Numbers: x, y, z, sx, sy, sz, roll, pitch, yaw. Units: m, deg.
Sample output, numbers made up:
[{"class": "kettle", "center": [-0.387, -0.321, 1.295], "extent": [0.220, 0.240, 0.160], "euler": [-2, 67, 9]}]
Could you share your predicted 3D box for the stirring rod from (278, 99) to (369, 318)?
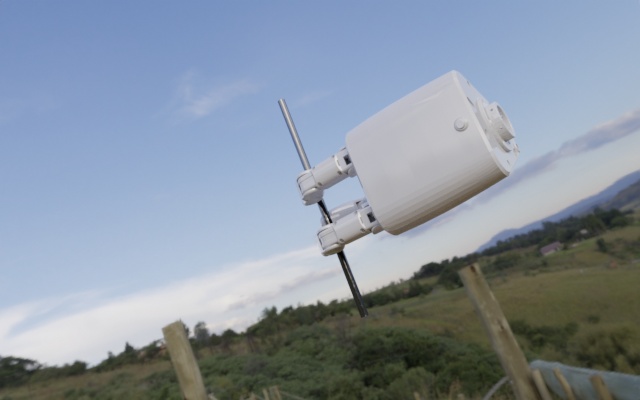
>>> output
[{"class": "stirring rod", "center": [0.000, 0.002, 0.483], "extent": [0.011, 0.239, 0.011], "euler": [-20, -14, -5]}]
